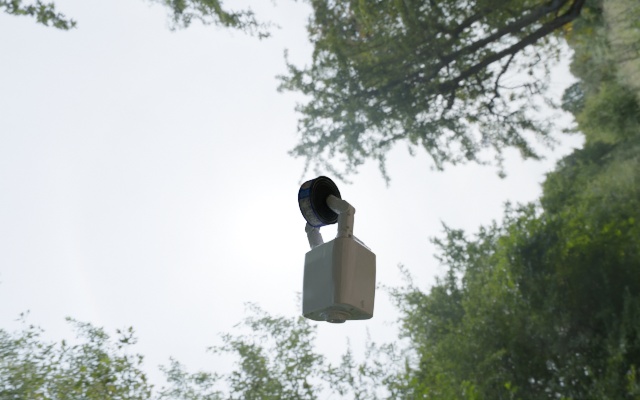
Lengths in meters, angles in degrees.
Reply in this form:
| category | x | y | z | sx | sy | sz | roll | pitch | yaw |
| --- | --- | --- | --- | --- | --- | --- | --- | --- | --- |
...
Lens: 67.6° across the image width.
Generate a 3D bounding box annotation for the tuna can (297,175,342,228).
| category | x | y | z | sx | sy | sz | roll | pitch | yaw |
| --- | --- | --- | --- | --- | --- | --- | --- | --- | --- |
| tuna can | 0.000 | 0.003 | 0.809 | 0.034 | 0.086 | 0.086 | -16 | -10 | 37 |
